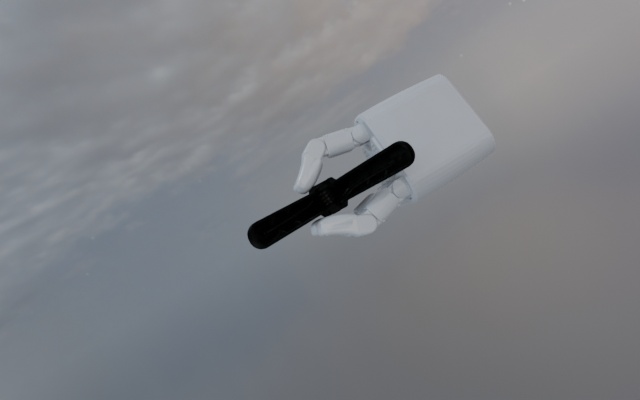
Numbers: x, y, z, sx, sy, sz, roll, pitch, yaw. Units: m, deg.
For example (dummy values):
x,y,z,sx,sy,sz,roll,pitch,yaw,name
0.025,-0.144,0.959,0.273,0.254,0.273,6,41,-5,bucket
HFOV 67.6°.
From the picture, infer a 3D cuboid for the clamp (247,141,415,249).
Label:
x,y,z,sx,sy,sz,roll,pitch,yaw,name
0.000,0.001,0.503,0.164,0.036,0.210,-29,-1,-8,clamp
